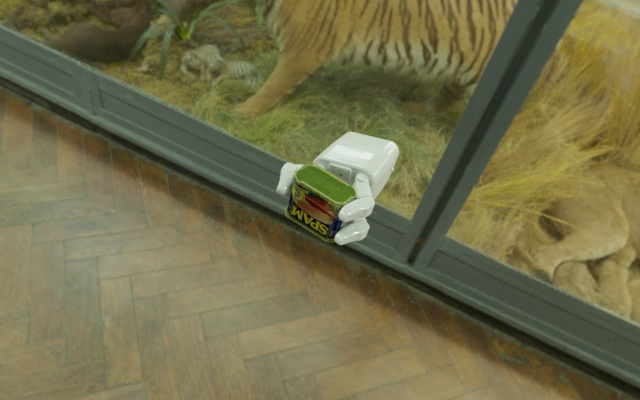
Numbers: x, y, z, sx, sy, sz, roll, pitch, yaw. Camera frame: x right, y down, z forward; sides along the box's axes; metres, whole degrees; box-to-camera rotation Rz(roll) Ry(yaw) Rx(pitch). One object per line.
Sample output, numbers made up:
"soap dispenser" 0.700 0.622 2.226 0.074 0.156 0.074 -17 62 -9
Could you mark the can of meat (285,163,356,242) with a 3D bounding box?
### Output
"can of meat" 0.000 0.002 0.742 0.102 0.084 0.057 32 47 16
